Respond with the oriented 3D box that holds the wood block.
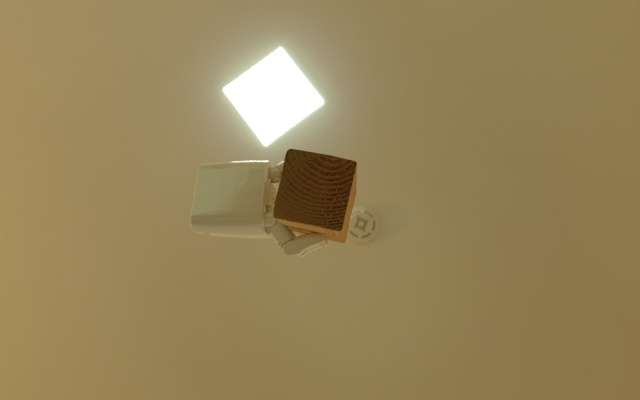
[{"bbox_3d":[0.000,0.002,0.678,0.090,0.091,0.206,11,-8,6],"label":"wood block"}]
